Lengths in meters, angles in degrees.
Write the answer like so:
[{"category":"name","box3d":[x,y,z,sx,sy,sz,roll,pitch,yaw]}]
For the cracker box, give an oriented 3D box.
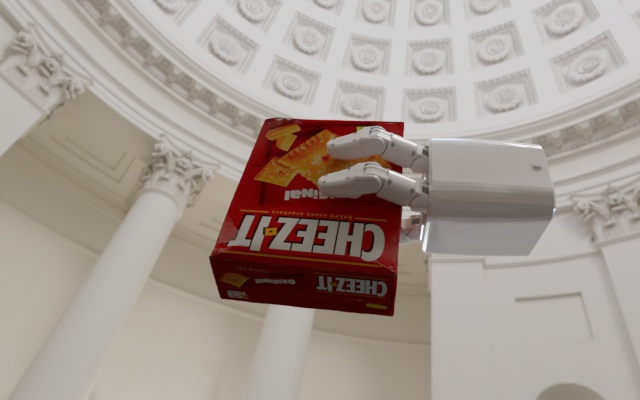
[{"category":"cracker box","box3d":[0.000,0.002,0.487,0.164,0.072,0.213,4,44,9]}]
